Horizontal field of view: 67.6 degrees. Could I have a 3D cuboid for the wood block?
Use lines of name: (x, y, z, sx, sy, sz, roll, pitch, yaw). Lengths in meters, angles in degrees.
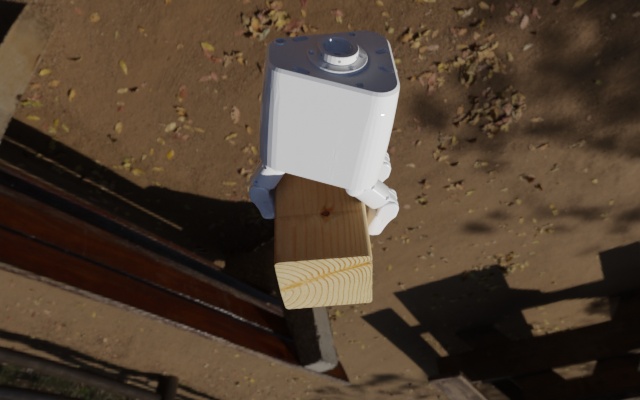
wood block: (0.000, 0.002, 0.521, 0.091, 0.206, 0.090, -5, -40, 2)
